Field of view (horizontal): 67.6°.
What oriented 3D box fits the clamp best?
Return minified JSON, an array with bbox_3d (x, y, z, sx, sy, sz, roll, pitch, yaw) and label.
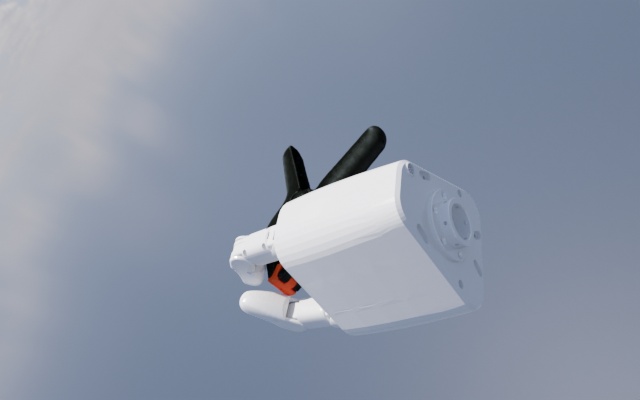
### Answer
[{"bbox_3d":[0.000,0.001,0.433,0.120,0.171,0.039,-21,-44,37],"label":"clamp"}]
